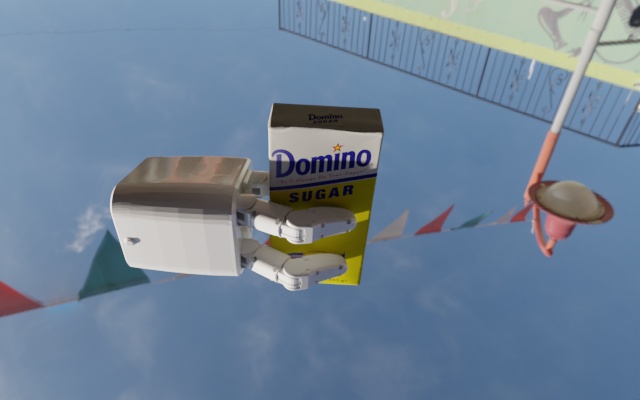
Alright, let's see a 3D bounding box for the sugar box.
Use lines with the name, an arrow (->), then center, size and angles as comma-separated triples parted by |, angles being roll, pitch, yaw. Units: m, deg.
sugar box -> 0.000, 0.002, 0.435 | 0.093, 0.176, 0.048 | 2, 40, -1
